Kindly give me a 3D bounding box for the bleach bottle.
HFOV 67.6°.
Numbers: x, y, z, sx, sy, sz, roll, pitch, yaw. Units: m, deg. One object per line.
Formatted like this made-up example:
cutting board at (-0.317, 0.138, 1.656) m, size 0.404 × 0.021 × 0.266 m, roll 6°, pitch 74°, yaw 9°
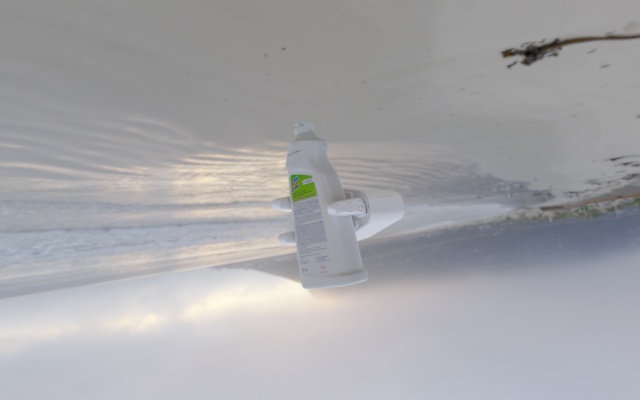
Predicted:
bleach bottle at (0.000, 0.002, 0.718) m, size 0.102 × 0.251 × 0.068 m, roll -14°, pitch -7°, yaw 41°
